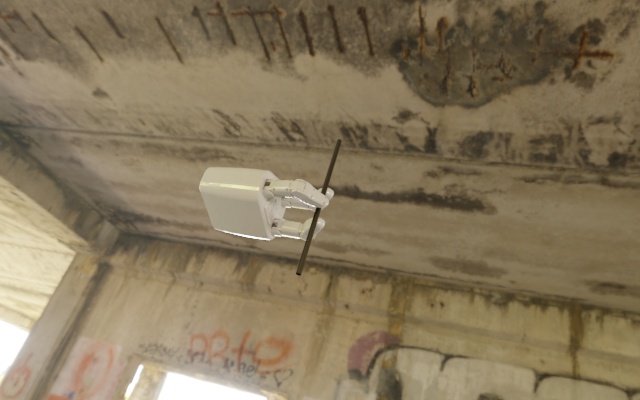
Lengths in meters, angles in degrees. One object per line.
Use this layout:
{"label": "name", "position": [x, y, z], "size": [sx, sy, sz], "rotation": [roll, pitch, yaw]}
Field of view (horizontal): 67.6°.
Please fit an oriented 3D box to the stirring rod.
{"label": "stirring rod", "position": [0.000, 0.002, 0.721], "size": [0.011, 0.239, 0.011], "rotation": [13, -30, 7]}
